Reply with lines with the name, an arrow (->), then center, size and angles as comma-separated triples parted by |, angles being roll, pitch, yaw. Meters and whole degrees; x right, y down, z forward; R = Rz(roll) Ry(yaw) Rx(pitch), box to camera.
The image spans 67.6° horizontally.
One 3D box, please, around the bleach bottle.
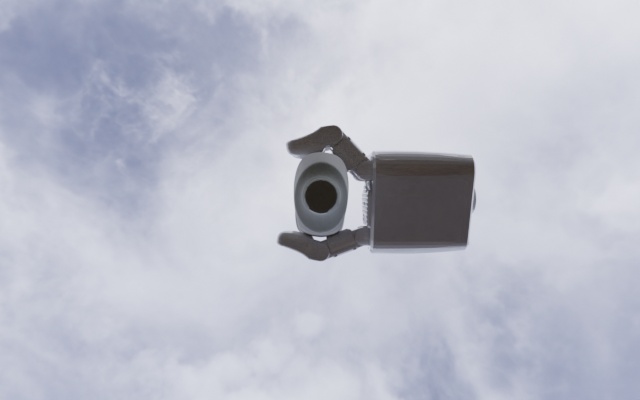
bleach bottle -> 0.000, 0.002, 0.530 | 0.068, 0.102, 0.251 | 1, 2, 0
